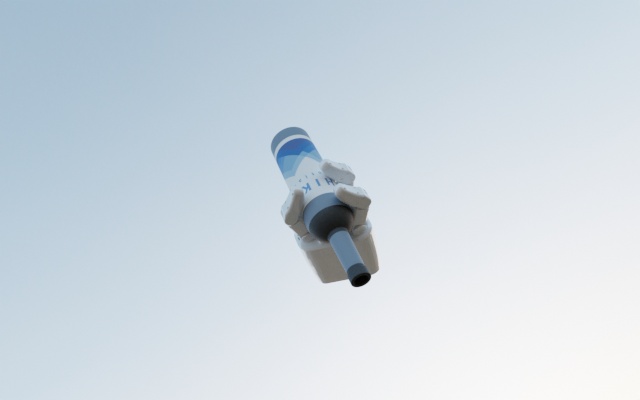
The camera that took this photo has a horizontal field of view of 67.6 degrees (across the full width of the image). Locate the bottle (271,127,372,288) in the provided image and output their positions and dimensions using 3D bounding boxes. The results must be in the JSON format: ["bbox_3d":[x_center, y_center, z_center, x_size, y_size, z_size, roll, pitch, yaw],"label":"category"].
[{"bbox_3d":[0.000,0.002,0.680,0.069,0.069,0.295,0,40,-26],"label":"bottle"}]
